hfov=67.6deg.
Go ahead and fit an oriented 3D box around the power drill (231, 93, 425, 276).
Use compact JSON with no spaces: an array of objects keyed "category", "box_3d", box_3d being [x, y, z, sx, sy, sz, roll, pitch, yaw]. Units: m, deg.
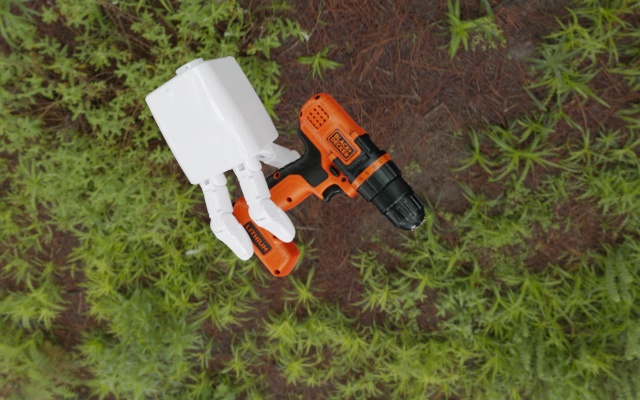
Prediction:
[{"category":"power drill","box_3d":[0.000,0.002,0.546,0.188,0.184,0.057,-42,-9,16]}]
